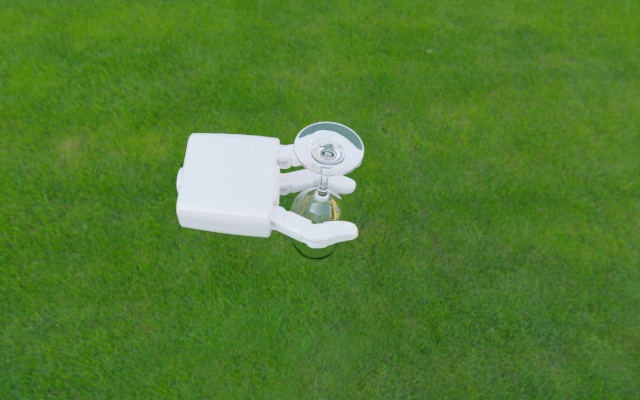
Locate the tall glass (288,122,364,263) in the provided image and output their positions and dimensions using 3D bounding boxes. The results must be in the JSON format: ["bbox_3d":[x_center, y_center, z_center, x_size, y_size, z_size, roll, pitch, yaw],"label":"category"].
[{"bbox_3d":[0.000,0.002,0.579,0.079,0.079,0.201,0,-35,-6],"label":"tall glass"}]
